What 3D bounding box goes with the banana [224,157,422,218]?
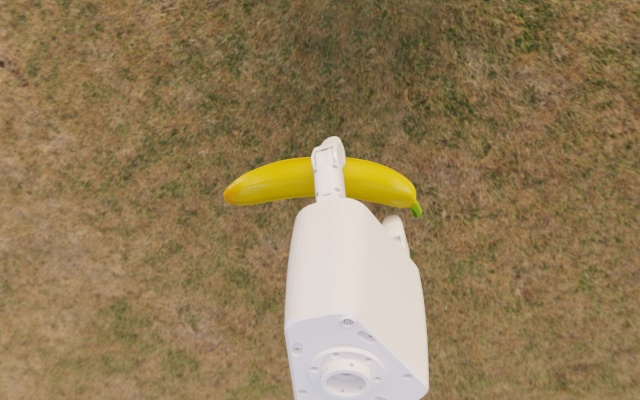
[{"bbox_3d":[0.005,-0.012,0.450,0.198,0.070,0.037,6,42,-1],"label":"banana"}]
